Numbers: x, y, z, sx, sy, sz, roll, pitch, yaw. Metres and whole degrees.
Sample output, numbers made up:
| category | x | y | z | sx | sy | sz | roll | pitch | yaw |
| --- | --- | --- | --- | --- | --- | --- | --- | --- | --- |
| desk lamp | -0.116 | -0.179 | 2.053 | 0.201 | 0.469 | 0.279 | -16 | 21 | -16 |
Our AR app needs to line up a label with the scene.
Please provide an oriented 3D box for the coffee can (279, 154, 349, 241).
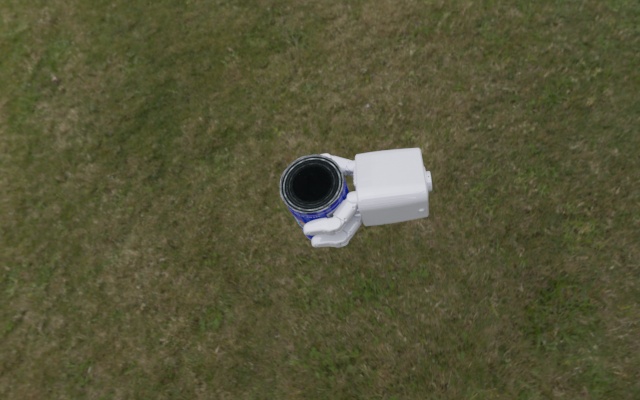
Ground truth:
| category | x | y | z | sx | sy | sz | roll | pitch | yaw |
| --- | --- | --- | --- | --- | --- | --- | --- | --- | --- |
| coffee can | 0.000 | 0.003 | 0.793 | 0.103 | 0.102 | 0.140 | 0 | -25 | 13 |
